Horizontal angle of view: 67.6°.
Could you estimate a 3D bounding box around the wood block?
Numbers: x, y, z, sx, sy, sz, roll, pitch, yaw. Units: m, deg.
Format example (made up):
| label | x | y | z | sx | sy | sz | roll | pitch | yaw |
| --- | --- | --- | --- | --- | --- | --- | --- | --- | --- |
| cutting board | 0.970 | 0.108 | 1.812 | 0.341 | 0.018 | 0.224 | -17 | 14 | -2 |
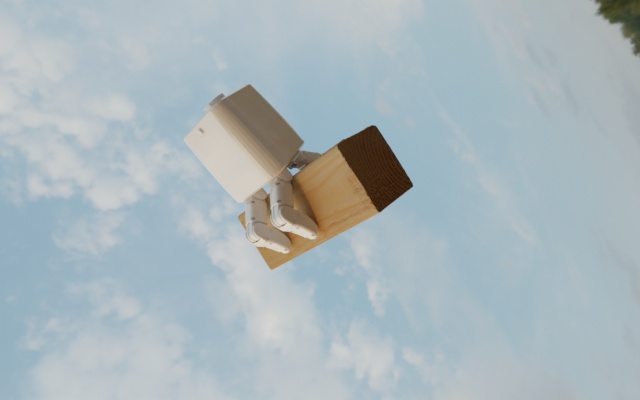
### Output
| label | x | y | z | sx | sy | sz | roll | pitch | yaw |
| --- | --- | --- | --- | --- | --- | --- | --- | --- | --- |
| wood block | 0.000 | 0.002 | 0.606 | 0.206 | 0.090 | 0.090 | -32 | 1 | 43 |
